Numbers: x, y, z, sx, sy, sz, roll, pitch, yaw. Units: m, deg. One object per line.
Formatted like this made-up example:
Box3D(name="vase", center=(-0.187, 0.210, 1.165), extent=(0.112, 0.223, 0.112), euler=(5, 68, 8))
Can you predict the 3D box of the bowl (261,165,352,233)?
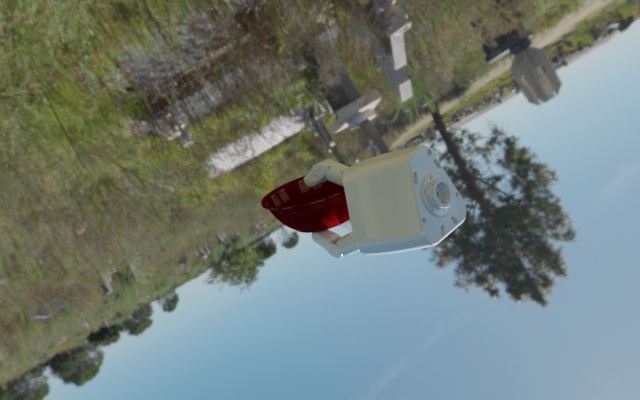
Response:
Box3D(name="bowl", center=(0.000, 0.002, 0.681), extent=(0.162, 0.055, 0.162), euler=(-16, 16, 5))
